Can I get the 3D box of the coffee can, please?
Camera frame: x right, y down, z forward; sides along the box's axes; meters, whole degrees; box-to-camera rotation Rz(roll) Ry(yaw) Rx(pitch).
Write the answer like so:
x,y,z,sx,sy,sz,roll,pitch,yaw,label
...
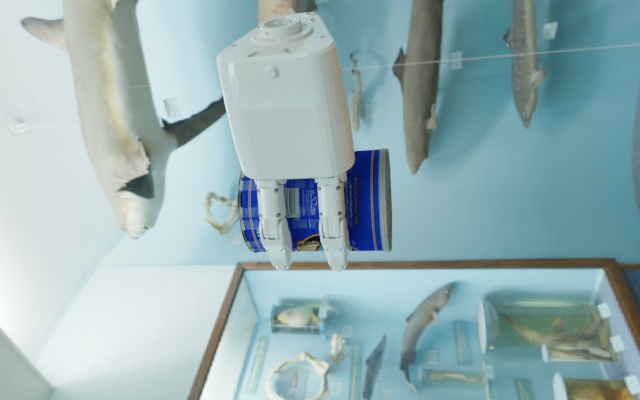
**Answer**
x,y,z,sx,sy,sz,roll,pitch,yaw,label
0.000,0.002,0.486,0.140,0.103,0.103,-2,0,11,coffee can
